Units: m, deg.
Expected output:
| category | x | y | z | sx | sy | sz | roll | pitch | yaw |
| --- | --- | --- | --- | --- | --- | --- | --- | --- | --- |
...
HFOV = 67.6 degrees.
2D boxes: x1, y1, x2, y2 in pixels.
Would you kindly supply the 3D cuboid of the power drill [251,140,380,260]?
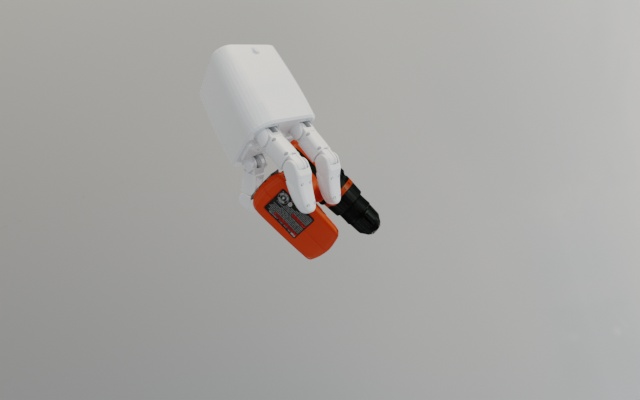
| category | x | y | z | sx | sy | sz | roll | pitch | yaw |
| --- | --- | --- | --- | --- | --- | --- | --- | --- | --- |
| power drill | 0.000 | 0.002 | 0.617 | 0.057 | 0.184 | 0.187 | -45 | 5 | 21 |
